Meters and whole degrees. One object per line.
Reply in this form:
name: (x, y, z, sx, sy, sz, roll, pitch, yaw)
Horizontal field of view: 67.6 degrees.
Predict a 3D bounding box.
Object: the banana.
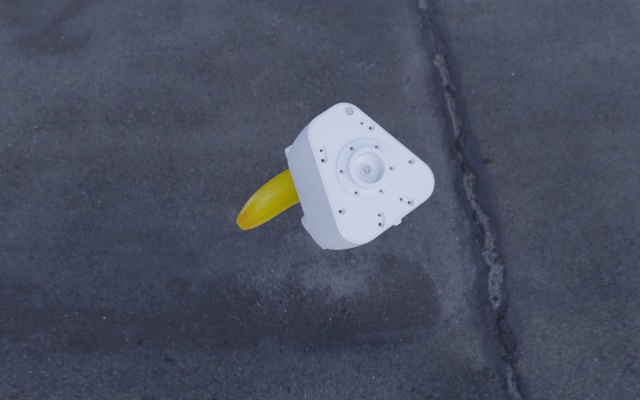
banana: (0.002, -0.016, 0.531, 0.198, 0.070, 0.037, -11, 22, -17)
